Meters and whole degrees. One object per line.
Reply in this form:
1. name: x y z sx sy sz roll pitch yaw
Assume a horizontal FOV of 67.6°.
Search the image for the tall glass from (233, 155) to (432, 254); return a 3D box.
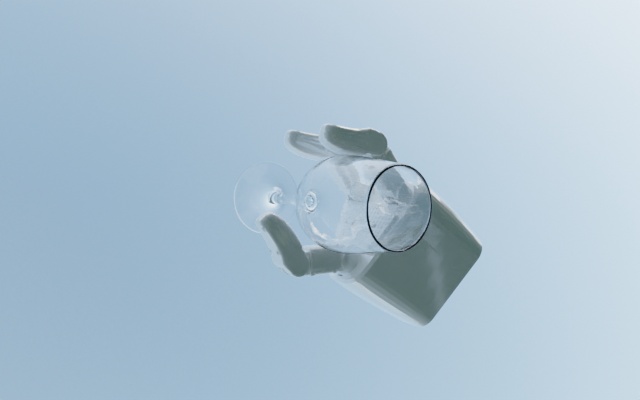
1. tall glass: 0.000 0.001 0.409 0.079 0.079 0.201 0 2 -33
